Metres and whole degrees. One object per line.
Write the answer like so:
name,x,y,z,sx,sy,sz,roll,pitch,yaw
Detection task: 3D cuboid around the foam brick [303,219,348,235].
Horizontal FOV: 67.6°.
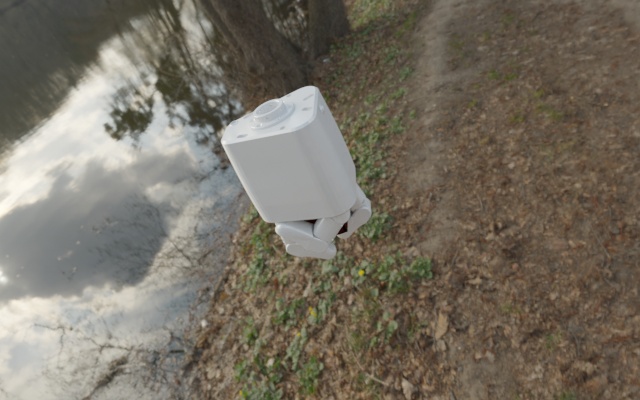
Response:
foam brick,0.000,0.002,0.564,0.053,0.051,0.078,-17,34,14
